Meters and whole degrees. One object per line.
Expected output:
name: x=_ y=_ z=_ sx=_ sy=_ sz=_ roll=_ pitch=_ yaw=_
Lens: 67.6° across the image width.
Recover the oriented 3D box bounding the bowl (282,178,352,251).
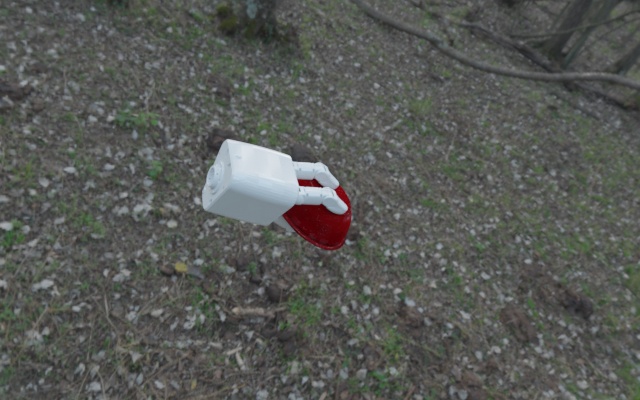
bowl: x=0.001 y=0.003 z=0.804 sx=0.055 sy=0.162 sz=0.162 roll=-43 pitch=-23 yaw=27
